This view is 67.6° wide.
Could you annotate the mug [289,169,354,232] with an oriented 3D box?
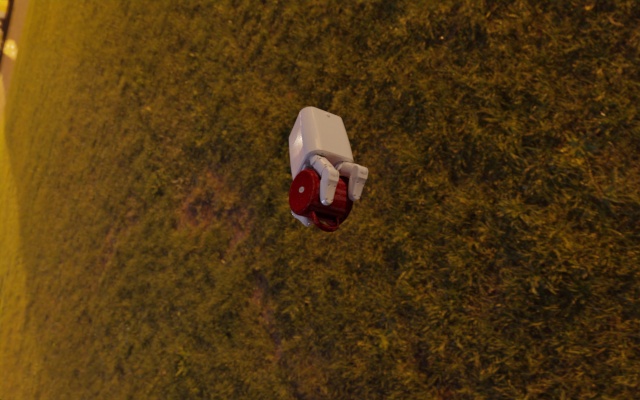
[{"bbox_3d":[0.000,0.004,0.823,0.081,0.117,0.093,14,-39,-34],"label":"mug"}]
